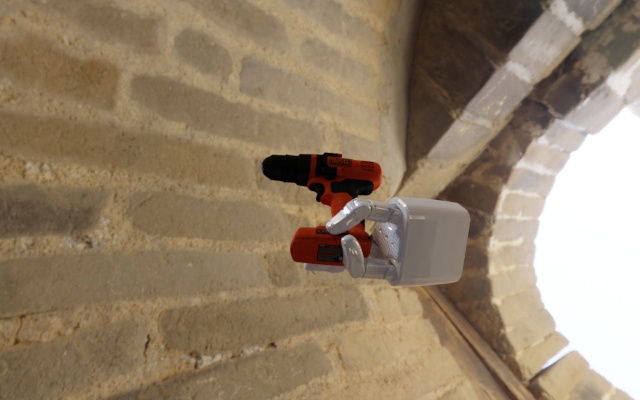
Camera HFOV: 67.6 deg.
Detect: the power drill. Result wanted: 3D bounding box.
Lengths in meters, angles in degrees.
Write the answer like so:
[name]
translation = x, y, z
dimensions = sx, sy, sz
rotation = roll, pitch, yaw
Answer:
[power drill]
translation = 0.000, 0.003, 0.681
dimensions = 0.184, 0.187, 0.057
rotation = 4, -44, -1
